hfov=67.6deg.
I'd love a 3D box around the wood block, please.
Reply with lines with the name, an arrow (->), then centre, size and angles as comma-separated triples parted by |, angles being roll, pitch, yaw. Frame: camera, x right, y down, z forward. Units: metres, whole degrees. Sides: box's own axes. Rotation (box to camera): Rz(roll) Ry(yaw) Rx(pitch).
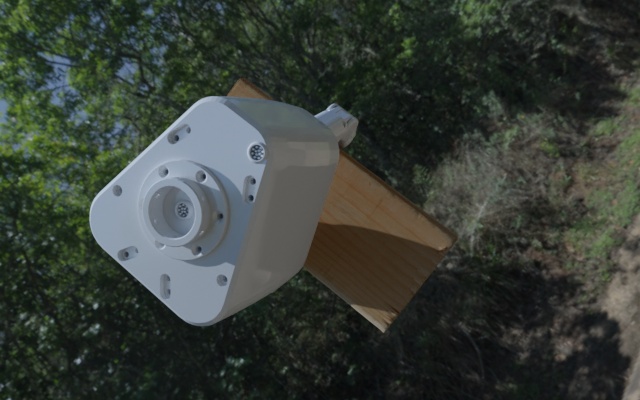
wood block -> 0.000, 0.001, 0.400 | 0.206, 0.091, 0.090 | 38, 5, 10
